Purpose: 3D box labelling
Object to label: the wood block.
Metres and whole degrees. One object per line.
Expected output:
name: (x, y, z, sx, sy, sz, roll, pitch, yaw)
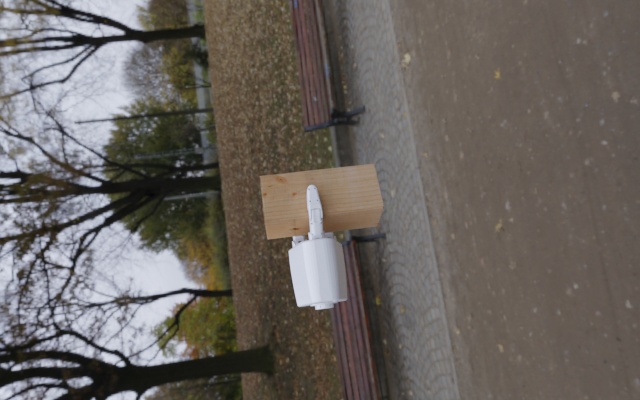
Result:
wood block: (0.000, 0.003, 0.864, 0.206, 0.090, 0.091, -7, -26, -6)
